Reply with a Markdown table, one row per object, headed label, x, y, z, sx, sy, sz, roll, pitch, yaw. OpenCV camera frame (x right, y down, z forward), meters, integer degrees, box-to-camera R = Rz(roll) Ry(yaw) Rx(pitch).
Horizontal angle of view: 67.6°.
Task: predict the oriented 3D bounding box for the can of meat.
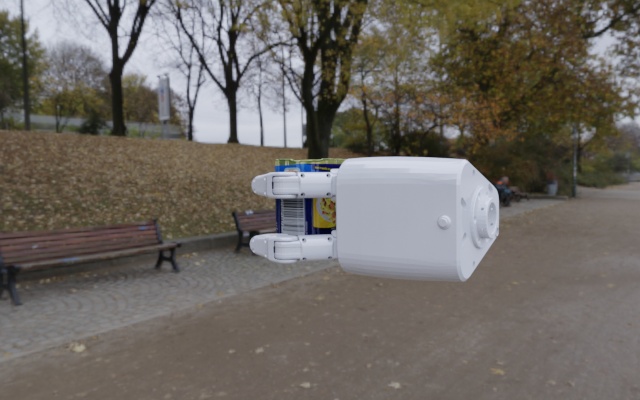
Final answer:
| label | x | y | z | sx | sy | sz | roll | pitch | yaw |
| --- | --- | --- | --- | --- | --- | --- | --- | --- | --- |
| can of meat | 0.000 | 0.001 | 0.472 | 0.057 | 0.084 | 0.102 | 2 | 4 | 38 |
